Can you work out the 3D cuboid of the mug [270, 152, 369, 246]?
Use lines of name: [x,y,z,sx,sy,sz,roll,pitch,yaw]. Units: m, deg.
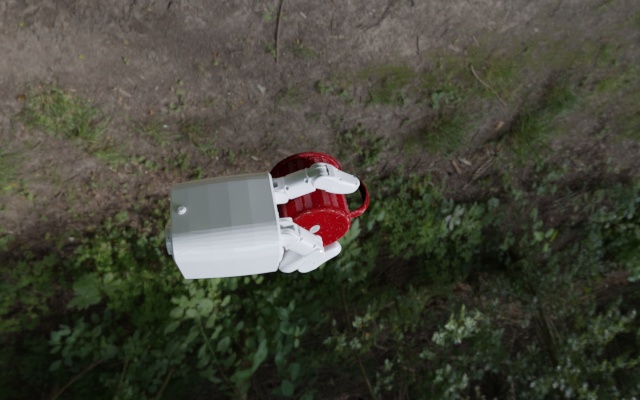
mug: [0.002,0.002,0.566,0.117,0.081,0.093,-6,-37,-9]
